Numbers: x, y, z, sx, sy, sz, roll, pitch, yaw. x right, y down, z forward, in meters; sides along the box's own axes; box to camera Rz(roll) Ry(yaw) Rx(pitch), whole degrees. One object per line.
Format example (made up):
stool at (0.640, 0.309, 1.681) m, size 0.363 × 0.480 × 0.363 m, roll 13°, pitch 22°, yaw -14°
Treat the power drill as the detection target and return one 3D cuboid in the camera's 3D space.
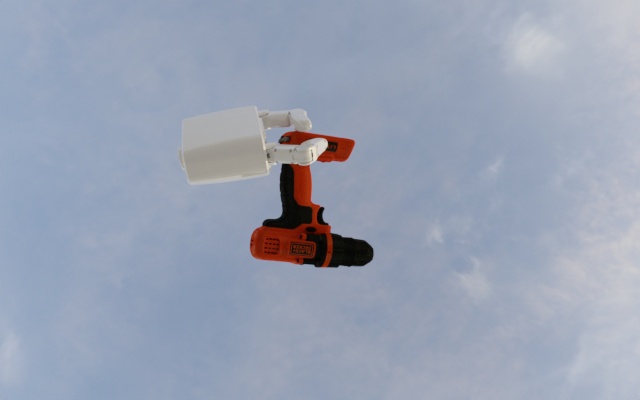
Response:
power drill at (0.000, 0.002, 0.681) m, size 0.184 × 0.187 × 0.057 m, roll 7°, pitch -1°, yaw -21°
